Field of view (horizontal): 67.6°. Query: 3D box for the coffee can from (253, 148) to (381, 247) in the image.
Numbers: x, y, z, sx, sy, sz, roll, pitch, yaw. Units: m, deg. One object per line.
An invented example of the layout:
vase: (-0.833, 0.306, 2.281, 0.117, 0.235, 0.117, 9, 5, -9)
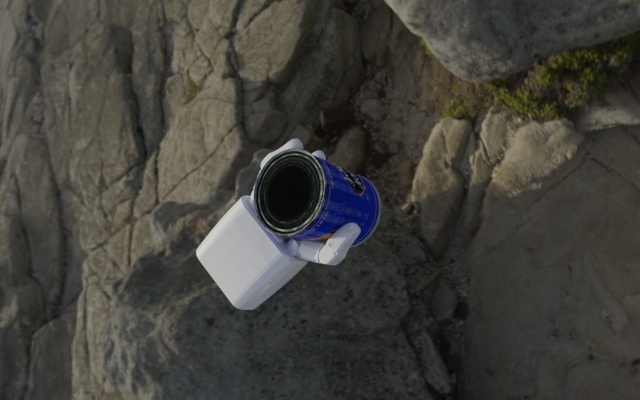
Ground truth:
coffee can: (0.000, 0.002, 0.600, 0.103, 0.103, 0.140, 0, -10, 33)
